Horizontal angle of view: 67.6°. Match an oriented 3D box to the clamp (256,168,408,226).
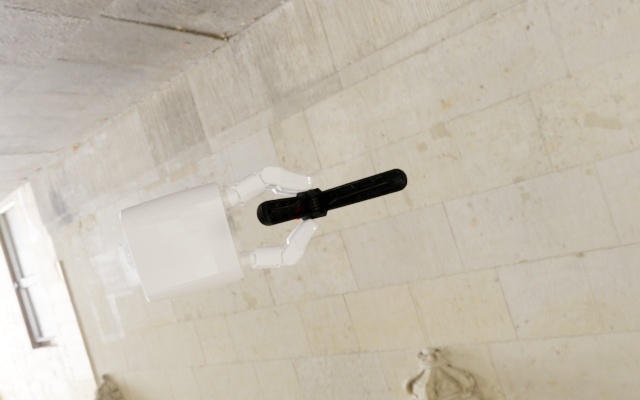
[{"bbox_3d":[0.000,0.003,0.569,0.164,0.036,0.210,-14,-2,-11],"label":"clamp"}]
